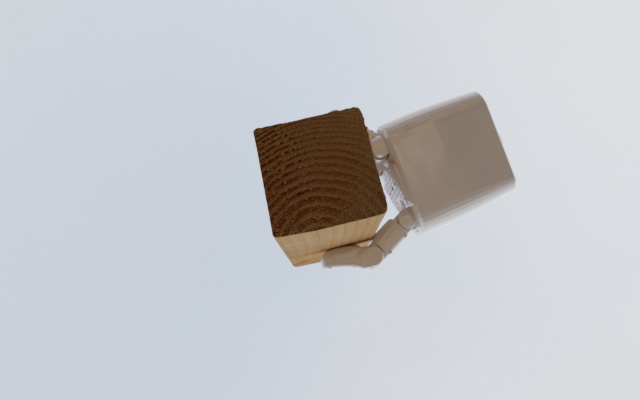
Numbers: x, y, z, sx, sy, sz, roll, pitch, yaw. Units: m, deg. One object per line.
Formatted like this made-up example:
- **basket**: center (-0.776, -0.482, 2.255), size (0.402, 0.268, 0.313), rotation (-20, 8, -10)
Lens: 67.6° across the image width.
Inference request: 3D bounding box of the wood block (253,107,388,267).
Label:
- **wood block**: center (0.001, 0.002, 0.461), size (0.090, 0.090, 0.206), rotation (-13, -14, -2)
